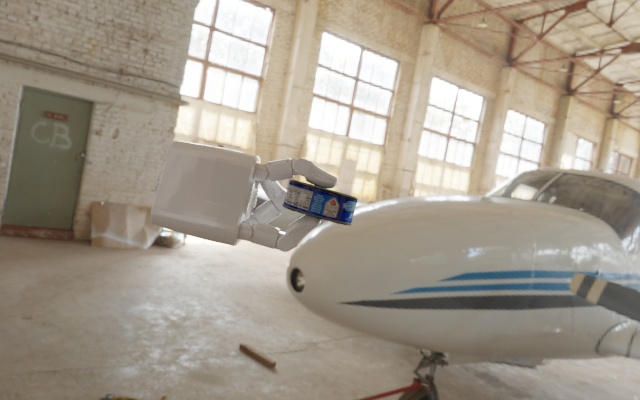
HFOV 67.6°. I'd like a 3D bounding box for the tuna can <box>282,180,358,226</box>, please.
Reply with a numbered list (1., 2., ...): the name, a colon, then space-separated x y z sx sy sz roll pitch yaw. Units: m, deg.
1. tuna can: 0.000 0.001 0.568 0.086 0.034 0.086 16 3 -1
